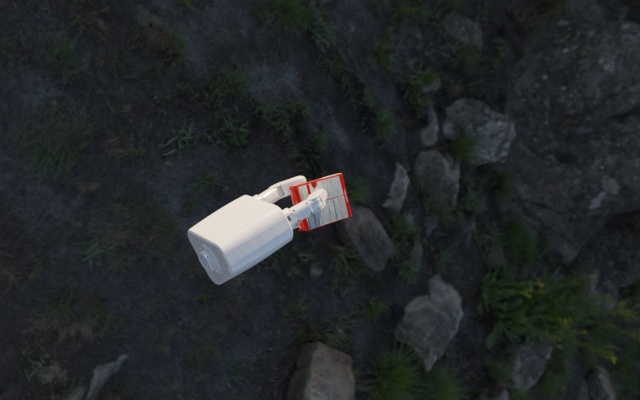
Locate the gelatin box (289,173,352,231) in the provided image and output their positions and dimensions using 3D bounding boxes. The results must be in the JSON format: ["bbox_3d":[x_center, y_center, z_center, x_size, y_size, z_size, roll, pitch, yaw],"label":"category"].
[{"bbox_3d":[0.001,0.002,0.755,0.089,0.073,0.030,-17,5,-30],"label":"gelatin box"}]
